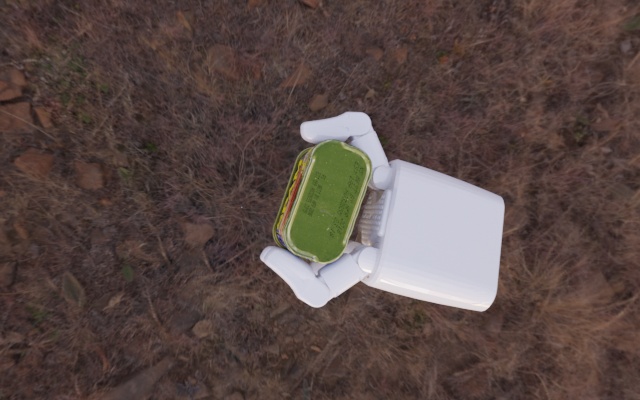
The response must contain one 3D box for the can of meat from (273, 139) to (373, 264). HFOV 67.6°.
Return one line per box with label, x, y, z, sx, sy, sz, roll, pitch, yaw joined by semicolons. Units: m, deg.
can of meat;0.000;0.001;0.410;0.057;0.102;0.084;20;-4;-9
